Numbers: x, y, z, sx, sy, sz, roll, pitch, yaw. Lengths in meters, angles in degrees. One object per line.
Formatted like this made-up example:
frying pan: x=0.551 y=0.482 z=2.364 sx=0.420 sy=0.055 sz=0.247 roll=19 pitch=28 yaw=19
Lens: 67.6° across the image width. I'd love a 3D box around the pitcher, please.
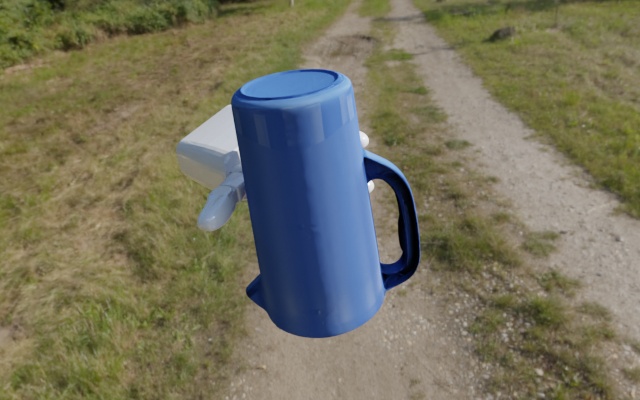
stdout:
pitcher: x=0.000 y=0.002 z=0.471 sx=0.145 sy=0.243 sz=0.149 roll=20 pitch=39 yaw=41
